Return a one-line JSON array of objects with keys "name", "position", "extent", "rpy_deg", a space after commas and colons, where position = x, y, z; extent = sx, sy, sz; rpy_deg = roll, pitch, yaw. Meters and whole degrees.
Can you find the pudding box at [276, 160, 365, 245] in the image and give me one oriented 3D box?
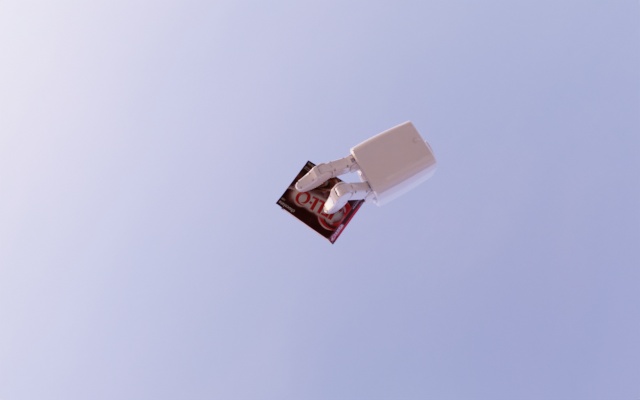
[{"name": "pudding box", "position": [0.000, 0.003, 0.759], "extent": [0.113, 0.090, 0.039], "rpy_deg": [32, -10, 26]}]
